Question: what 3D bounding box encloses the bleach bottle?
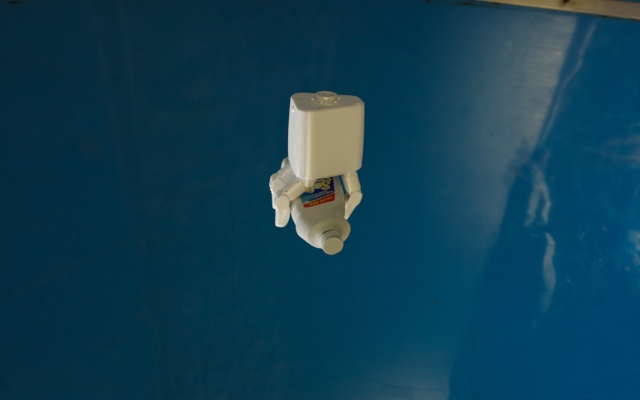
[{"bbox_3d":[0.000,0.003,0.763,0.102,0.068,0.250,-5,29,-11],"label":"bleach bottle"}]
